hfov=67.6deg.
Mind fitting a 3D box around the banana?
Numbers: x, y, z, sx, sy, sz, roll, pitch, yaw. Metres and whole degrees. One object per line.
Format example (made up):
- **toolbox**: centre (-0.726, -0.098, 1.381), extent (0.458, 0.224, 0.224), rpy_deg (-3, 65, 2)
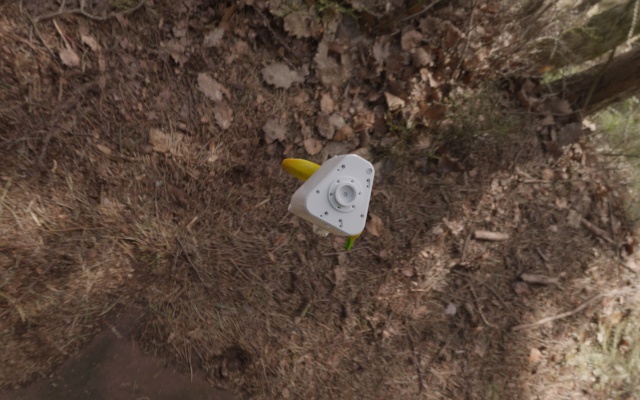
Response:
- **banana**: centre (0.017, -0.006, 0.822), extent (0.069, 0.198, 0.037), rpy_deg (-37, 10, -2)
